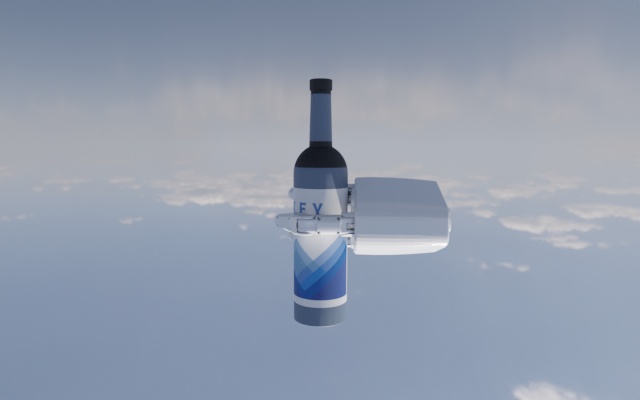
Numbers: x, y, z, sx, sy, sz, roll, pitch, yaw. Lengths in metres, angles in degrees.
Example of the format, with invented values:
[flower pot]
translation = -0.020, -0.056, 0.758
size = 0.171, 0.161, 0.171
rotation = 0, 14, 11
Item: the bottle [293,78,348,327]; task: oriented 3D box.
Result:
[bottle]
translation = 0.000, 0.002, 0.587
size = 0.069, 0.296, 0.069
rotation = 0, 7, 0
